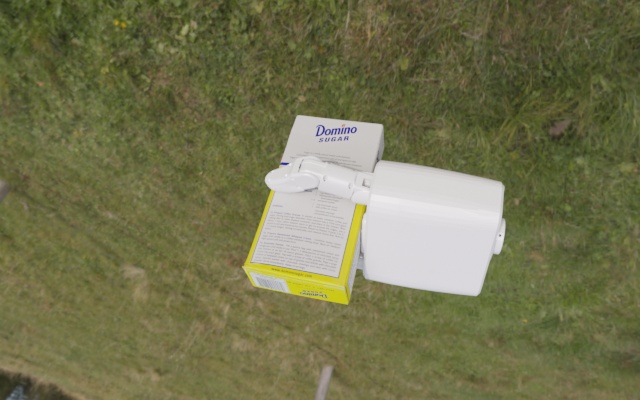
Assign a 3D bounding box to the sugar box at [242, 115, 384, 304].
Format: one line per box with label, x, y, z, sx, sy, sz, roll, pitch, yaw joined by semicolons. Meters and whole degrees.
sugar box;0.000;0.002;0.453;0.093;0.176;0.048;9;-33;14
